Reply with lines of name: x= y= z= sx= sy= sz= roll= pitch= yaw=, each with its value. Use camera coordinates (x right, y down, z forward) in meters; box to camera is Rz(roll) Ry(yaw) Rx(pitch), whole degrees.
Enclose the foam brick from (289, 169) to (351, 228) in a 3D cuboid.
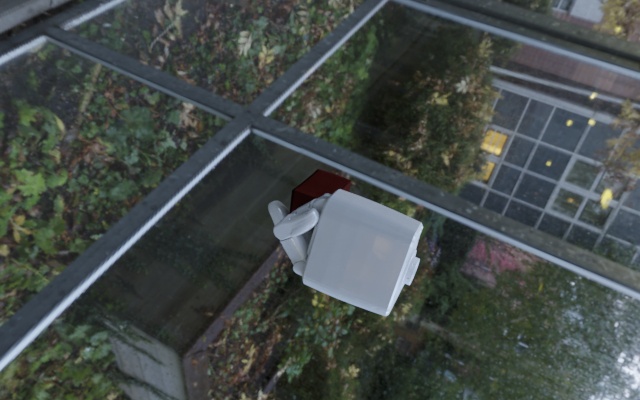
foam brick: x=0.000 y=0.002 z=0.617 sx=0.051 sy=0.053 sz=0.078 roll=18 pitch=31 yaw=18
